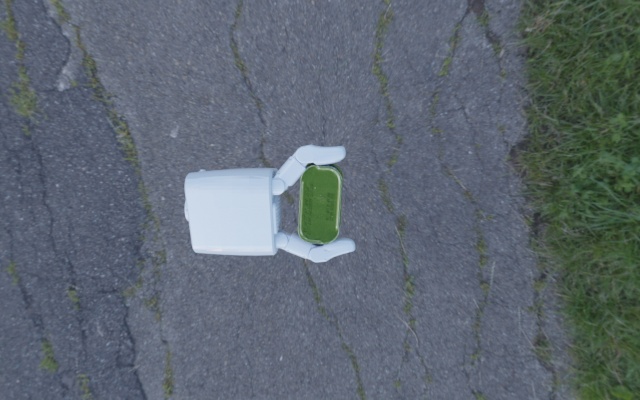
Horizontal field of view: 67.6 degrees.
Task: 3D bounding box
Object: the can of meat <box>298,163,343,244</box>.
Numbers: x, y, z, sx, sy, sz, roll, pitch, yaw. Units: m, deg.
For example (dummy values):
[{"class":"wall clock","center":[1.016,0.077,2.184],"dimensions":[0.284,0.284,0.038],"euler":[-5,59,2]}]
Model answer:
[{"class":"can of meat","center":[0.000,0.002,0.618],"dimensions":[0.057,0.102,0.084],"euler":[3,5,1]}]
